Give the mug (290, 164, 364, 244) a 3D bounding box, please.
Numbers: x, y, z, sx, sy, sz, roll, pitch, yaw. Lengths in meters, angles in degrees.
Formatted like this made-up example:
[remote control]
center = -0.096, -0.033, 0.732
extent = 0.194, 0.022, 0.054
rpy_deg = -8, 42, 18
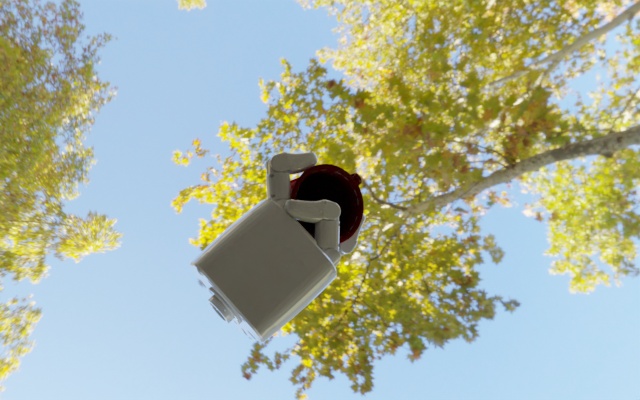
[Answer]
[mug]
center = 0.001, 0.001, 0.580
extent = 0.117, 0.093, 0.081
rpy_deg = -39, 11, -25
